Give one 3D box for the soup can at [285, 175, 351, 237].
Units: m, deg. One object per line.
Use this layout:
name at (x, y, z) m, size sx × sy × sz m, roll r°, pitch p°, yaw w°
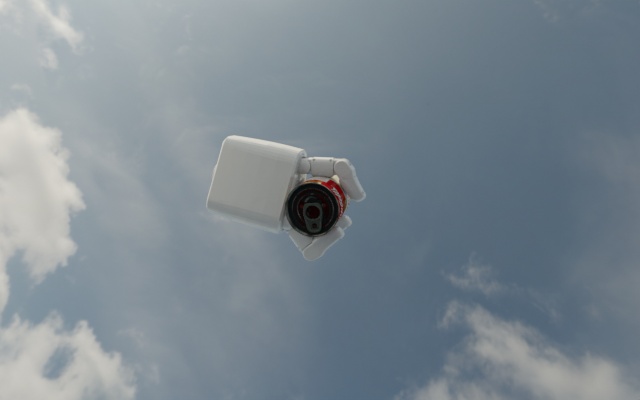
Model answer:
soup can at (0.001, 0.002, 0.623) m, size 0.068 × 0.068 × 0.102 m, roll 0°, pitch 11°, yaw 13°
